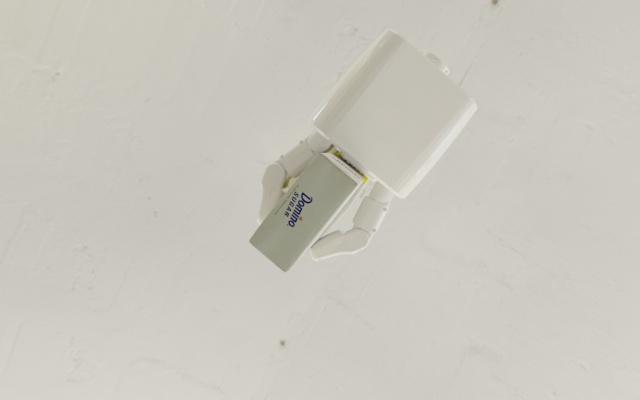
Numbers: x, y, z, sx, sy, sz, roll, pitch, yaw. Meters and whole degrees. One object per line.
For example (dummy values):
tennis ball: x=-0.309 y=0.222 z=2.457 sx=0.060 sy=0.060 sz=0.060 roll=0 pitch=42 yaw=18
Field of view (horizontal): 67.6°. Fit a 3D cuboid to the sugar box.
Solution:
sugar box: x=0.000 y=0.001 z=0.447 sx=0.048 sy=0.093 sz=0.176 roll=40 pitch=10 yaw=6
